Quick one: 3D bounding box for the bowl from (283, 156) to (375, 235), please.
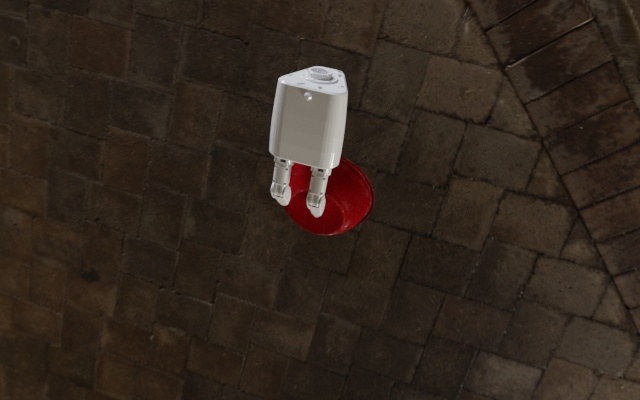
[{"bbox_3d":[0.000,0.004,0.749,0.162,0.162,0.055,0,40,22],"label":"bowl"}]
